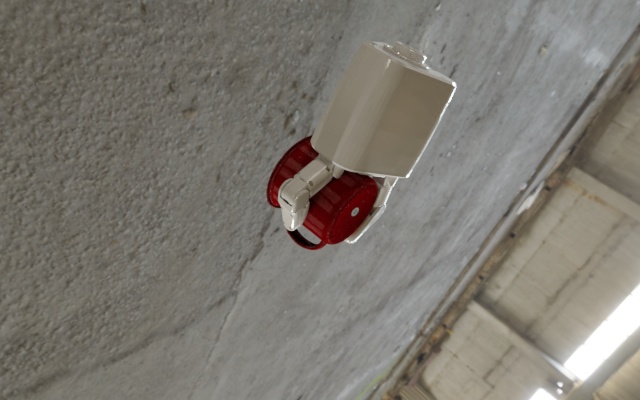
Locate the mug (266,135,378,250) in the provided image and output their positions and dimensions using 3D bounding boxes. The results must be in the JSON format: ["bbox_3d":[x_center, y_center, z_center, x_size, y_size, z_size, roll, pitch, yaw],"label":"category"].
[{"bbox_3d":[0.000,0.003,0.502,0.081,0.117,0.093,38,27,24],"label":"mug"}]
